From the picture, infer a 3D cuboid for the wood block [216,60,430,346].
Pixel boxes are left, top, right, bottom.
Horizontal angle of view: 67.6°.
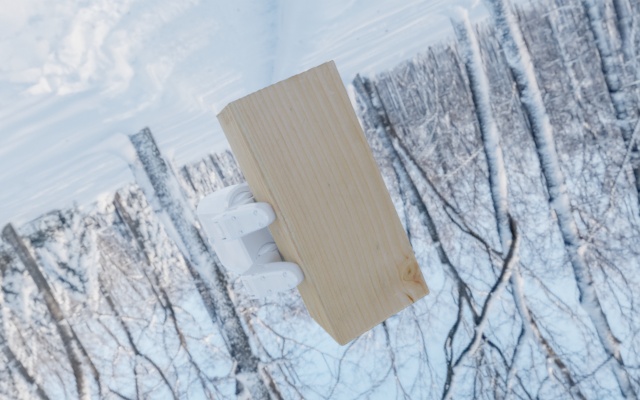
[{"bbox_3d":[0.000,0.001,0.410,0.091,0.206,0.090,-27,11,-15],"label":"wood block"}]
